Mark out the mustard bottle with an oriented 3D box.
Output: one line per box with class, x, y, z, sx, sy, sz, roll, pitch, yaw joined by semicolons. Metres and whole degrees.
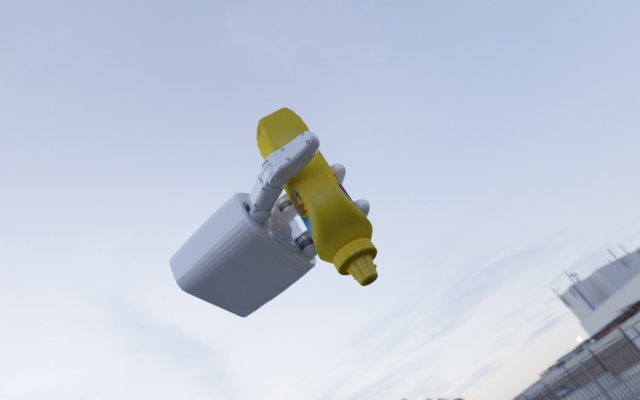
mustard bottle;0.000;0.001;0.467;0.058;0.191;0.096;-27;-32;-6
